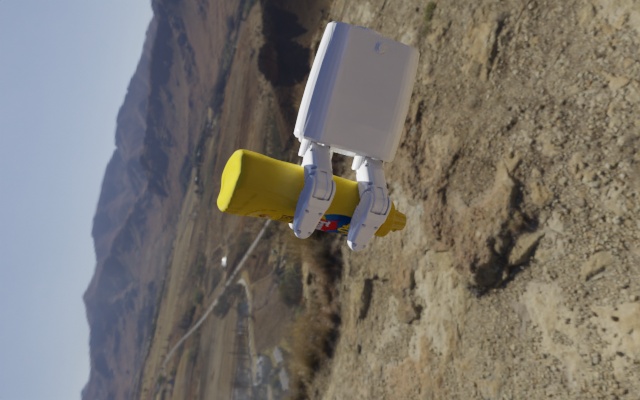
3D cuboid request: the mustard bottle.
[{"bbox_3d":[0.000,0.002,0.477,0.191,0.058,0.096,13,-16,-20],"label":"mustard bottle"}]
